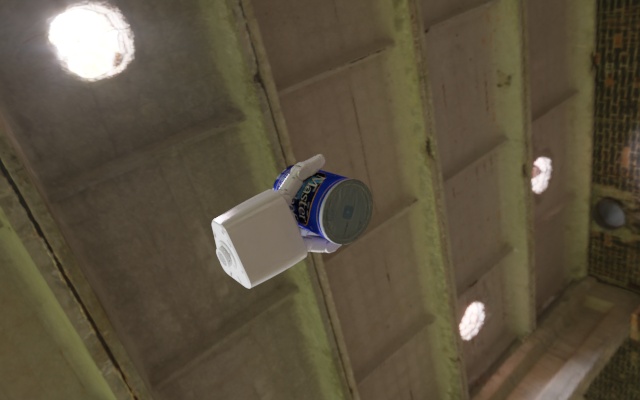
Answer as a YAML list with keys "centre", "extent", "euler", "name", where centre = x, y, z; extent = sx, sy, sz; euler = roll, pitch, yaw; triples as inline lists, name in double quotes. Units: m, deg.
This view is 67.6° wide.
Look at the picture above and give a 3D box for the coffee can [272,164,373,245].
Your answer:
- centre: [0.000, 0.002, 0.773]
  extent: [0.103, 0.103, 0.140]
  euler: [0, 13, -39]
  name: "coffee can"
